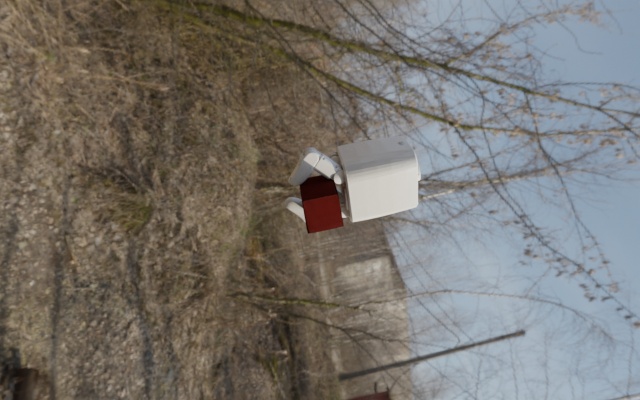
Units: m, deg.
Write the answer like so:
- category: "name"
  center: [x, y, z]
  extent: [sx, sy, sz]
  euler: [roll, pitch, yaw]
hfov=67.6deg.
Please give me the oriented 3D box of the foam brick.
- category: "foam brick"
  center: [0.000, 0.002, 0.675]
  extent: [0.051, 0.053, 0.078]
  euler: [-10, 27, -1]
